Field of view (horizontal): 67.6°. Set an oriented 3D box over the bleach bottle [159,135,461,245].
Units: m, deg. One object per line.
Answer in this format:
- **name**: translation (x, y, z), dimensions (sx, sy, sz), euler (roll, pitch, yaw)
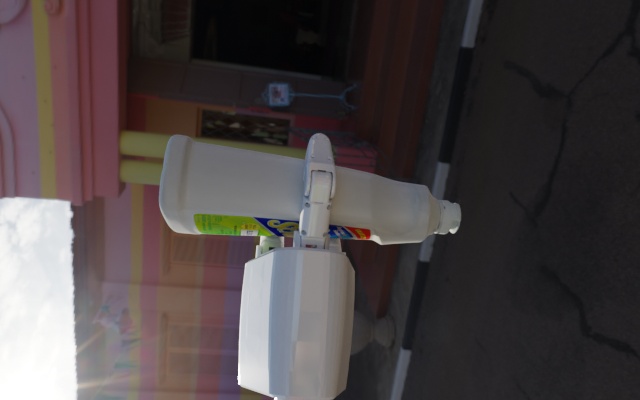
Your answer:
- **bleach bottle**: translation (0.000, 0.001, 0.412), dimensions (0.251, 0.068, 0.102), euler (5, -18, -7)
